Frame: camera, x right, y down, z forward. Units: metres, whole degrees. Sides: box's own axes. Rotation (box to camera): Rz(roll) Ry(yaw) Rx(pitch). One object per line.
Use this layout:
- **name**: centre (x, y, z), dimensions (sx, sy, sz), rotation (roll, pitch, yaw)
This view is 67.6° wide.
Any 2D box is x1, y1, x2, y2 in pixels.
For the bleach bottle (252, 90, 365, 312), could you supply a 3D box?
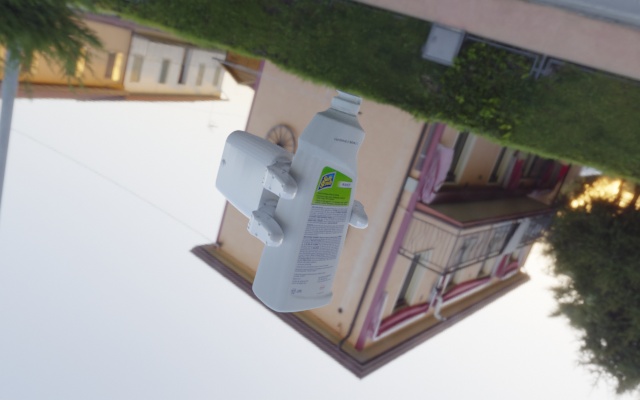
- **bleach bottle**: centre (0.000, 0.002, 0.547), dimensions (0.102, 0.251, 0.068), rotation (1, 22, -46)
